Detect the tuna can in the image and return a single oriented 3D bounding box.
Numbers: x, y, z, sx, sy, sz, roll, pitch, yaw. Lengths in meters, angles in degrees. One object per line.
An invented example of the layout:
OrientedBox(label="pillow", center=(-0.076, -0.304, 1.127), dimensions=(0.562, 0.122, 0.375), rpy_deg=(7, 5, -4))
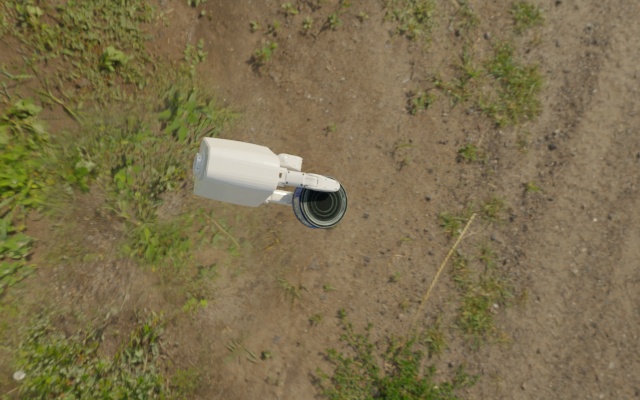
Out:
OrientedBox(label="tuna can", center=(0.000, 0.002, 0.762), dimensions=(0.086, 0.086, 0.034), rpy_deg=(0, -1, -26))
